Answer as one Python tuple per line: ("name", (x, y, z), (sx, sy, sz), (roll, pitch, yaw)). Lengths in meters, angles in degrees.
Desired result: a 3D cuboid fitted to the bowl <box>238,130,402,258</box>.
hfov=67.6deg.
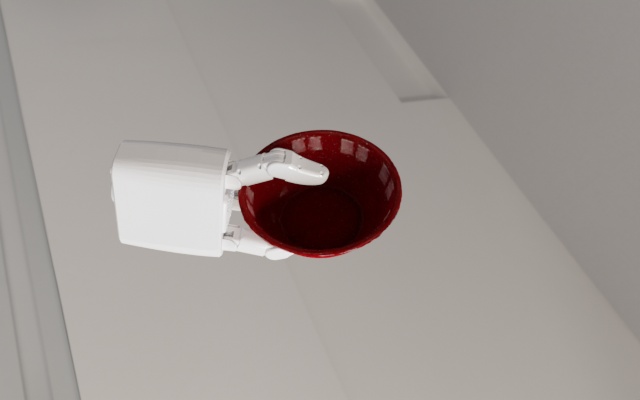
("bowl", (0.001, 0.002, 0.489), (0.162, 0.162, 0.055), (0, -39, 3))
